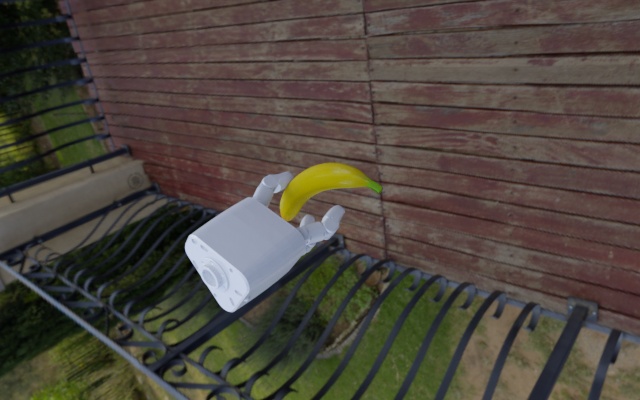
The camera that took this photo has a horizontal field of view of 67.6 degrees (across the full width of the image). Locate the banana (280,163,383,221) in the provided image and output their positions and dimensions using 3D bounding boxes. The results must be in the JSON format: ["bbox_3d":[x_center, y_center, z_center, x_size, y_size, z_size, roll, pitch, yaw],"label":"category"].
[{"bbox_3d":[-0.006,-0.014,0.688,0.198,0.069,0.037,-17,17,44],"label":"banana"}]
